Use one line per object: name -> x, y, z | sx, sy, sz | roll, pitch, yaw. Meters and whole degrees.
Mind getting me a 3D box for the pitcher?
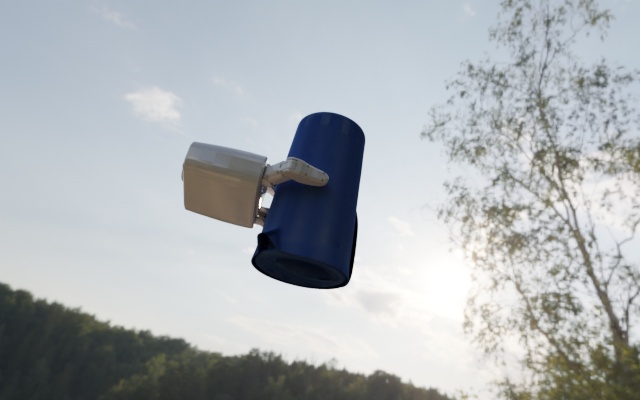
pitcher -> 0.000, 0.002, 0.694 | 0.145, 0.242, 0.149 | 14, -26, -1
